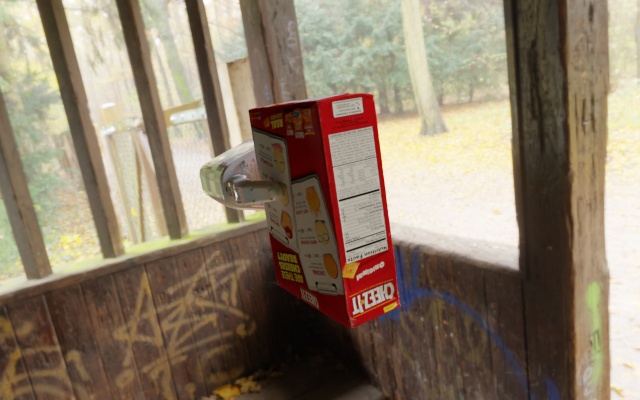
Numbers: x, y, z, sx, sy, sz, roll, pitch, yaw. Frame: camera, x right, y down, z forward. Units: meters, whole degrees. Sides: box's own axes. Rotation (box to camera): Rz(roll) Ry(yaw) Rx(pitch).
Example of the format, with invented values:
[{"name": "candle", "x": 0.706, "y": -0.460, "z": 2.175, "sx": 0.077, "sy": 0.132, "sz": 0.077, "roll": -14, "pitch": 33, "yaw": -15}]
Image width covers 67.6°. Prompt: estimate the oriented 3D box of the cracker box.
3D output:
[{"name": "cracker box", "x": 0.000, "y": 0.002, "z": 0.502, "sx": 0.072, "sy": 0.214, "sz": 0.164, "roll": -16, "pitch": 14, "yaw": -27}]
